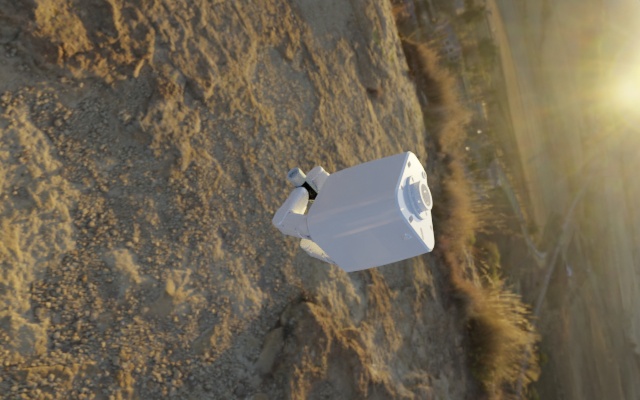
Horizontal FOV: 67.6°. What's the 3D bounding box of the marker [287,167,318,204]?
[{"bbox_3d":[0.000,0.002,0.606,0.020,0.020,0.121,0,-35,42],"label":"marker"}]
